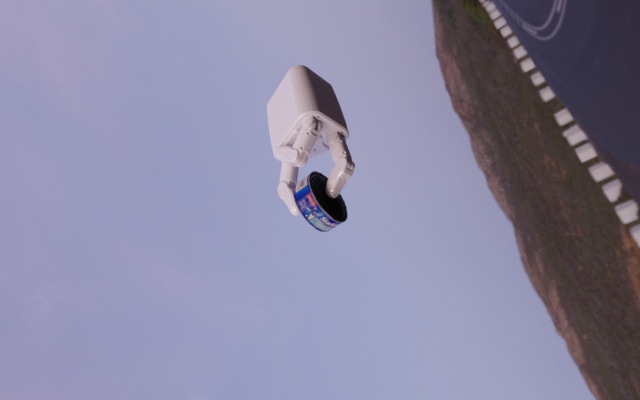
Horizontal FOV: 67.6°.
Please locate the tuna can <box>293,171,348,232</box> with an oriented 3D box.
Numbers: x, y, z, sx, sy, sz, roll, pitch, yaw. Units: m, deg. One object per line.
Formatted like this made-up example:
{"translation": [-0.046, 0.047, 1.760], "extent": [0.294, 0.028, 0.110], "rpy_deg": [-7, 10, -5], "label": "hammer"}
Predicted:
{"translation": [0.000, 0.003, 0.694], "extent": [0.034, 0.086, 0.086], "rpy_deg": [-34, -16, 24], "label": "tuna can"}
